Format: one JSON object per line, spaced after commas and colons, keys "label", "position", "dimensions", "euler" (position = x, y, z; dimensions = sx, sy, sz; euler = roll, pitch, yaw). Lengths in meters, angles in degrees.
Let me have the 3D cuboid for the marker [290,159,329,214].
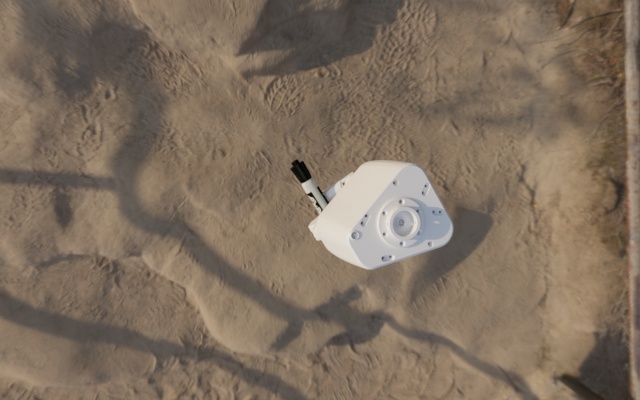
{"label": "marker", "position": [0.000, 0.002, 0.591], "dimensions": [0.020, 0.121, 0.020], "euler": [-31, 11, 7]}
